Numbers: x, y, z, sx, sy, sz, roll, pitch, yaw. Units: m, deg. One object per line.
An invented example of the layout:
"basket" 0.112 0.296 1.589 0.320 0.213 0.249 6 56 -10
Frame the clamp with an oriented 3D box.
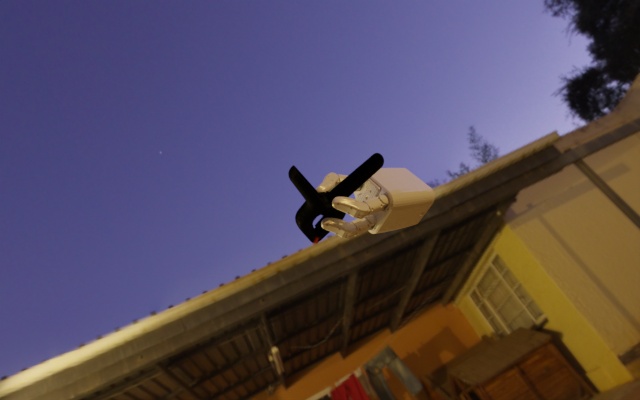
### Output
"clamp" 0.000 0.002 0.804 0.164 0.036 0.210 -5 -38 -29
